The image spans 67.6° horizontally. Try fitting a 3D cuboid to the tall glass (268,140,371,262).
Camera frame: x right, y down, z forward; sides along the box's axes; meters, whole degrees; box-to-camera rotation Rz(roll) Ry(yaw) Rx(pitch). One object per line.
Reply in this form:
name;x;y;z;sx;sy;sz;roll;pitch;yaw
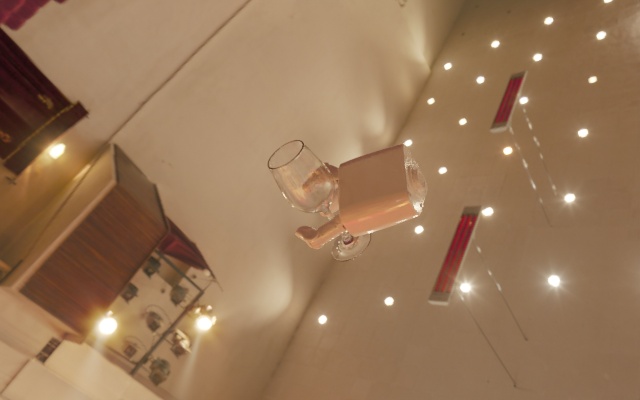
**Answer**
tall glass;0.000;0.003;0.732;0.079;0.079;0.201;0;-43;45
